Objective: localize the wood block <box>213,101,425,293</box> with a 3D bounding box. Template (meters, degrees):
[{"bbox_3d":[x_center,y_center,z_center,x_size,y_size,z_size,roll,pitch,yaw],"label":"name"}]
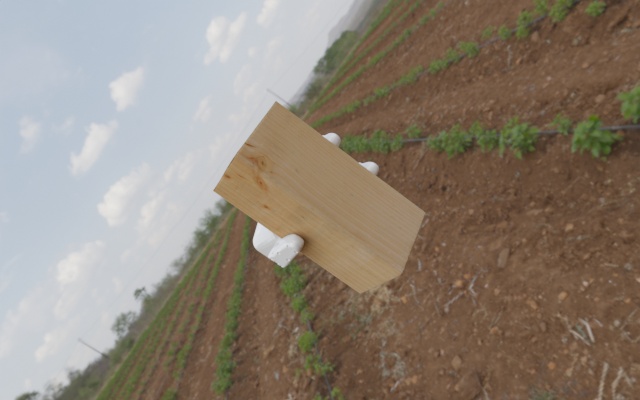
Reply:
[{"bbox_3d":[0.000,0.002,0.529,0.206,0.090,0.090,35,-35,-9],"label":"wood block"}]
